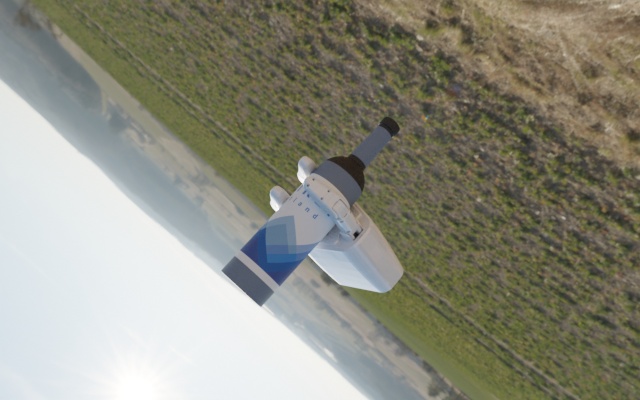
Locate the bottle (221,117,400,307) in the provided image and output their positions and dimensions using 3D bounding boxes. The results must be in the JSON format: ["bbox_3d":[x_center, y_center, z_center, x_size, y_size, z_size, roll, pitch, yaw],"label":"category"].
[{"bbox_3d":[0.000,0.002,0.613,0.069,0.295,0.069,40,-13,11],"label":"bottle"}]
